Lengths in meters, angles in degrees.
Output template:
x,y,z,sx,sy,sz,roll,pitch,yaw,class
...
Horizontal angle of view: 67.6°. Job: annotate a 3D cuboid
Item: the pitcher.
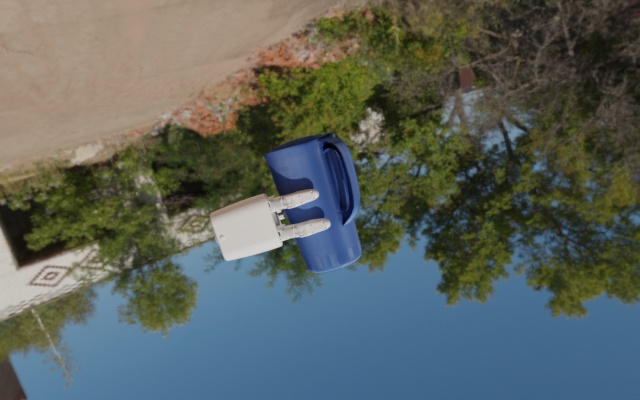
x,y,z,sx,sy,sz,roll,pitch,yaw,class
0.000,0.003,0.871,0.145,0.243,0.149,-18,9,0,pitcher
